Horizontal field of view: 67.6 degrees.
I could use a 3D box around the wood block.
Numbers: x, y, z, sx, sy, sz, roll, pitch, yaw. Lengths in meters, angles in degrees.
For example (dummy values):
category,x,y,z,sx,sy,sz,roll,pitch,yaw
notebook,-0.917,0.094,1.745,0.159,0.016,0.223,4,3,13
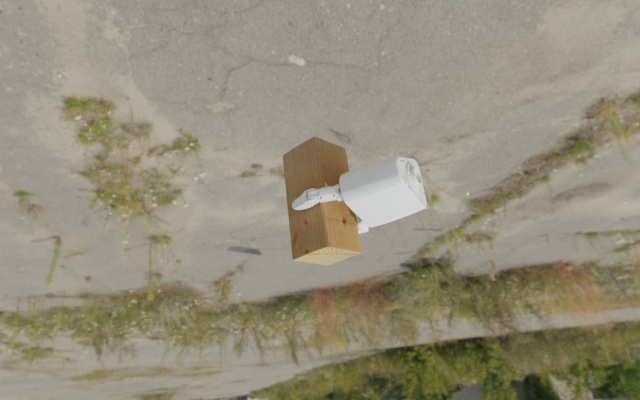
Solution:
category,x,y,z,sx,sy,sz,roll,pitch,yaw
wood block,0.000,0.003,0.867,0.090,0.206,0.091,-26,-28,38
